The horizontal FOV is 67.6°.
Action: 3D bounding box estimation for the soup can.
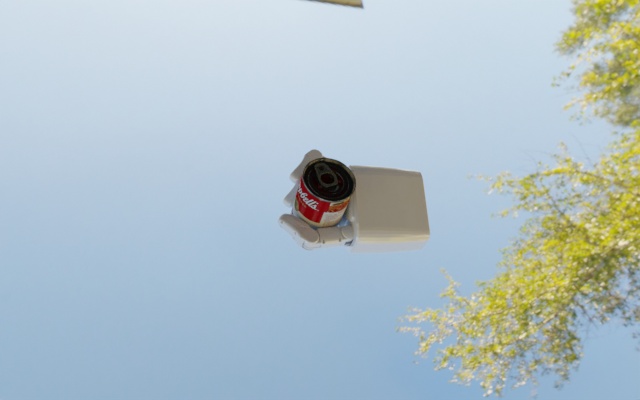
[{"bbox_3d":[0.000,0.002,0.624,0.068,0.068,0.102,0,-35,-16],"label":"soup can"}]
